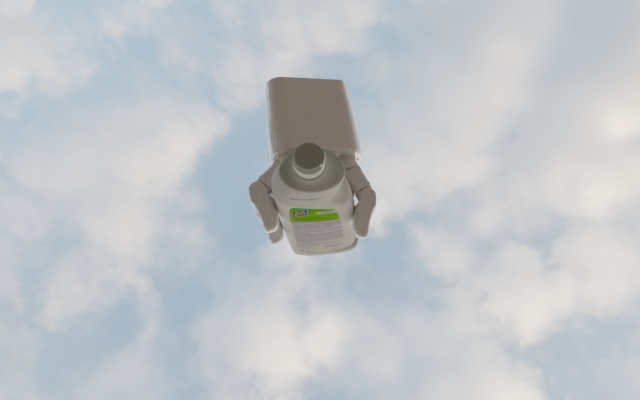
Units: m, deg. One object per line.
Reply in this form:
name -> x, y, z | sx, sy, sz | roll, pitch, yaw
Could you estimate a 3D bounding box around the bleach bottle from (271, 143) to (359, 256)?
bleach bottle -> 0.000, 0.002, 0.559 | 0.102, 0.068, 0.251 | -8, -21, -2
